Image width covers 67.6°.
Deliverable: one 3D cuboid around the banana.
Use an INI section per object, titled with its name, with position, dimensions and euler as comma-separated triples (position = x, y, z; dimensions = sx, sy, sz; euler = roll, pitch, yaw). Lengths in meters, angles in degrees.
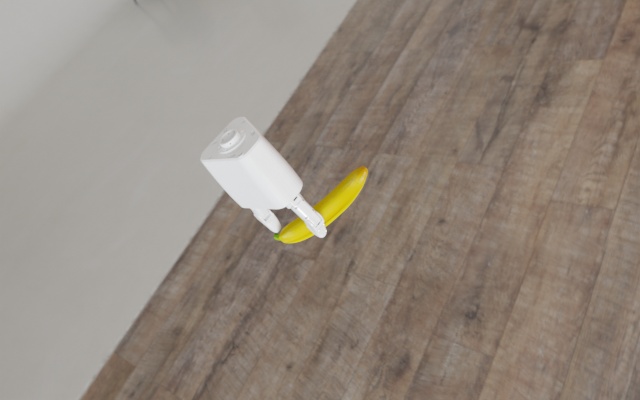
[banana]
position = 0.002, 0.014, 0.782
dimensions = 0.198, 0.037, 0.069
euler = -36, 33, 5
